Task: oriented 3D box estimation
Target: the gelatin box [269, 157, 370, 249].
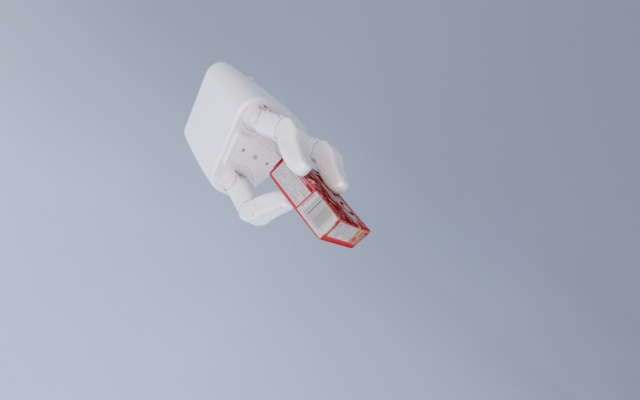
[{"bbox_3d":[0.000,0.002,0.458,0.030,0.089,0.073,-44,-28,11],"label":"gelatin box"}]
